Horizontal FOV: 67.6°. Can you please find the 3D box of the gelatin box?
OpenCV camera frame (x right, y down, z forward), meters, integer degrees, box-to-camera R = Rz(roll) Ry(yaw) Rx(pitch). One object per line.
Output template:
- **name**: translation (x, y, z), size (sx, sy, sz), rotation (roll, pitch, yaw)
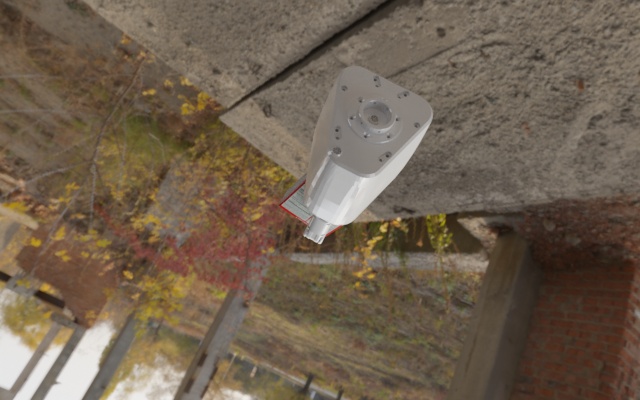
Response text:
- **gelatin box**: translation (0.000, 0.002, 0.571), size (0.073, 0.030, 0.089), rotation (33, -31, -11)
